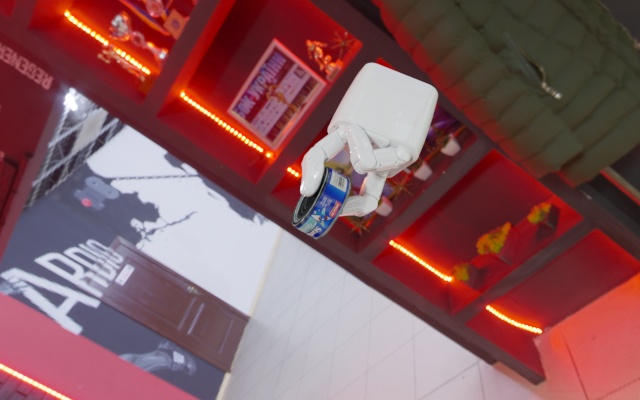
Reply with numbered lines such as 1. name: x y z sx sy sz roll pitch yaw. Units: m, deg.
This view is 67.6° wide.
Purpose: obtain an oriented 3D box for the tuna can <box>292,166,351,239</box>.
1. tuna can: 0.000 0.002 0.582 0.034 0.086 0.086 29 -8 -15
